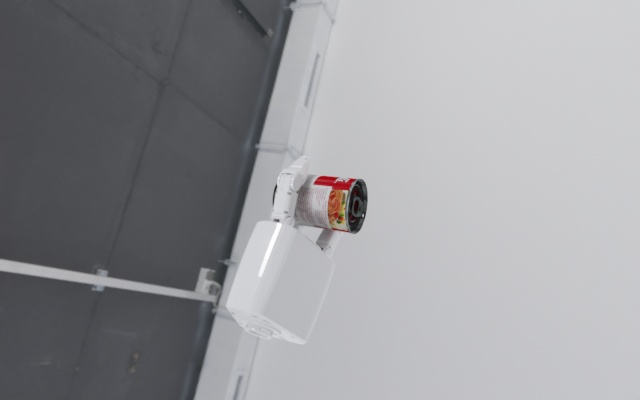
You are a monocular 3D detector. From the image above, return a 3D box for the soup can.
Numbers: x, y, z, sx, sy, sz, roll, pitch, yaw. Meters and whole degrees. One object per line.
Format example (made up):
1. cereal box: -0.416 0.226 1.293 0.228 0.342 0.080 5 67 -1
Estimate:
1. soup can: 0.000 0.001 0.597 0.102 0.068 0.068 7 3 25
